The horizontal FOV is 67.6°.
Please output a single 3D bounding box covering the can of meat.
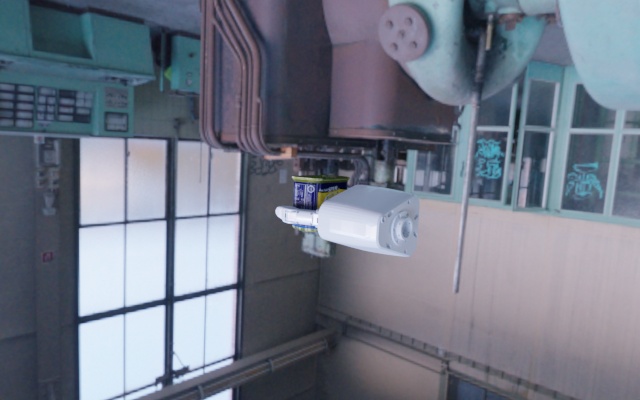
[{"bbox_3d":[0.000,0.003,0.772,0.057,0.084,0.102,8,8,38],"label":"can of meat"}]
